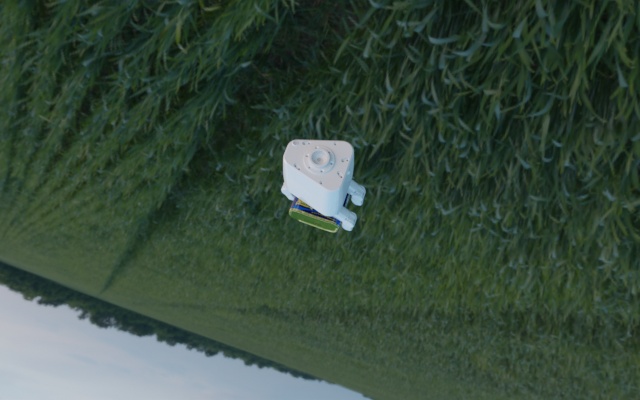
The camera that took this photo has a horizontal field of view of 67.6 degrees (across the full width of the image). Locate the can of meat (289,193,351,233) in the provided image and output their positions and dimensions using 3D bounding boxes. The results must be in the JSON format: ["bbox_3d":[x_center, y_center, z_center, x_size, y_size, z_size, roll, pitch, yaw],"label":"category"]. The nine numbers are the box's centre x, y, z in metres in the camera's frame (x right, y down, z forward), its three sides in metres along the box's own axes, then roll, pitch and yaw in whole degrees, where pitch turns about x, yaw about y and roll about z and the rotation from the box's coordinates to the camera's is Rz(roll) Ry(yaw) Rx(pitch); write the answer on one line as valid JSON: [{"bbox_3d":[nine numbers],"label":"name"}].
[{"bbox_3d":[0.000,0.003,0.890,0.102,0.084,0.057,19,-20,3],"label":"can of meat"}]
